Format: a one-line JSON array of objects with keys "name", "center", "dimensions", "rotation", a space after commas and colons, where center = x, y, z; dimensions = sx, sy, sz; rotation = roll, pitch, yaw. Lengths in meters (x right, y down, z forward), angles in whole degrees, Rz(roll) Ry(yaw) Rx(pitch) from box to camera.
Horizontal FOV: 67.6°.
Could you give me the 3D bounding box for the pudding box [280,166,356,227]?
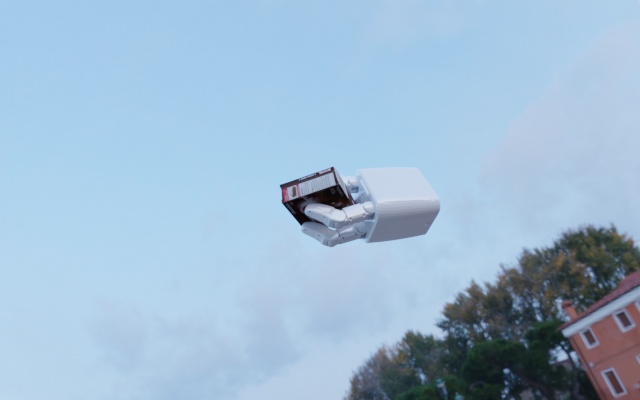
[{"name": "pudding box", "center": [0.000, 0.002, 0.729], "dimensions": [0.090, 0.039, 0.114], "rotation": [-19, -35, 11]}]
